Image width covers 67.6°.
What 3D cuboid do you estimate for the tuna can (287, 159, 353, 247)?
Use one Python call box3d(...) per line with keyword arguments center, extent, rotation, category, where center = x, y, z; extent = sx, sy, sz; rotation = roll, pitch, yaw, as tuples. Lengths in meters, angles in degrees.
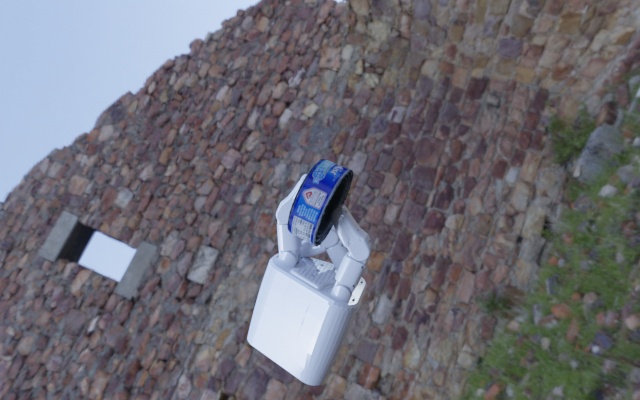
box3d(center=(0.000, 0.001, 0.489), extent=(0.034, 0.086, 0.086), rotation=(25, 5, 11), category="tuna can")
